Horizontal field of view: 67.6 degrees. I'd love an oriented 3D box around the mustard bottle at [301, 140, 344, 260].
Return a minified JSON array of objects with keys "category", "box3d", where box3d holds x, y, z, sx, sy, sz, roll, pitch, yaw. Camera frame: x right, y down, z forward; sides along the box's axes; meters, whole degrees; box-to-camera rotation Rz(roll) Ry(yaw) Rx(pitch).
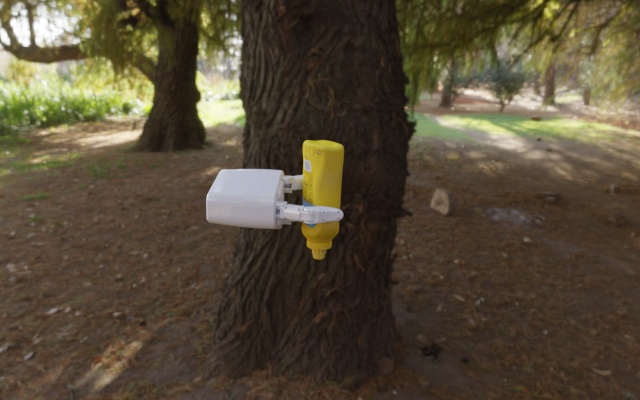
[{"category":"mustard bottle","box3d":[0.000,0.002,0.769,0.058,0.192,0.096,-3,14,-21]}]
